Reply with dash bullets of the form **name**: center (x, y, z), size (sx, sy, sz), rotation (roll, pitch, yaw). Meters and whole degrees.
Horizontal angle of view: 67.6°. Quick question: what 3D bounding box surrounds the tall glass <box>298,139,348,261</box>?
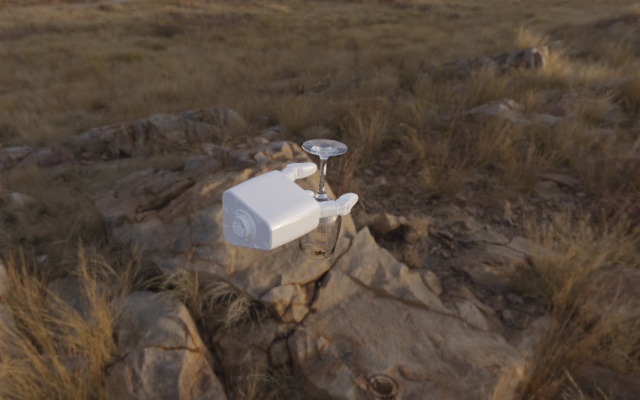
- **tall glass**: center (0.000, 0.002, 0.815), size (0.079, 0.201, 0.079), rotation (3, 26, -2)
